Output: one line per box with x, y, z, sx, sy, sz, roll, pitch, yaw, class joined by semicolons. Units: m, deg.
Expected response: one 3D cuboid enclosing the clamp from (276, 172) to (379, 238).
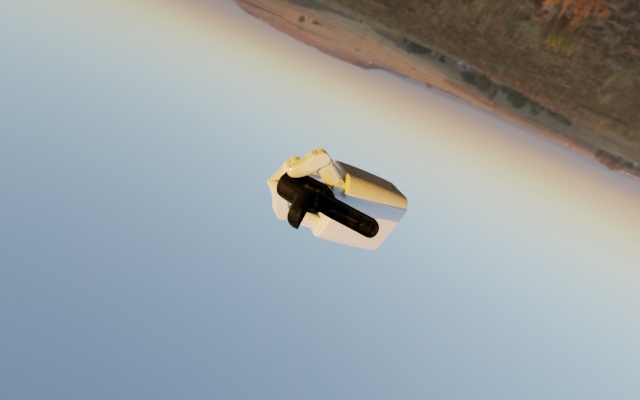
0.000;0.002;0.619;0.120;0.039;0.171;18;18;-22;clamp
